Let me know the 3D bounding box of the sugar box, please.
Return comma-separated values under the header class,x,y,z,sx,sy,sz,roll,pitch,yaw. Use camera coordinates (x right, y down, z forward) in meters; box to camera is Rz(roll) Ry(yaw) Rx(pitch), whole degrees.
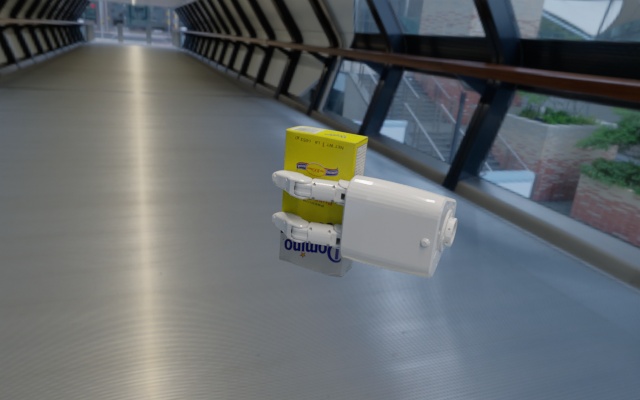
class,x,y,z,sx,sy,sz,roll,pitch,yaw
sugar box,0.000,0.002,0.591,0.093,0.176,0.048,14,21,23
